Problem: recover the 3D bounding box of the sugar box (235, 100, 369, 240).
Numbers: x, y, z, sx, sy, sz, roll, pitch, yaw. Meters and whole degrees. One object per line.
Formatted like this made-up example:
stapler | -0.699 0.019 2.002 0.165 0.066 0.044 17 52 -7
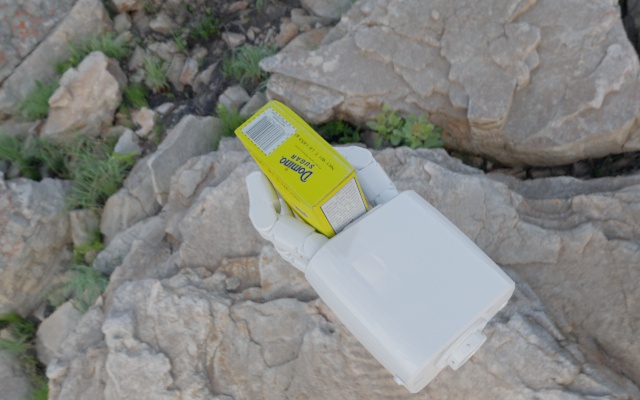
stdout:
sugar box | 0.000 0.002 0.401 0.093 0.048 0.176 45 -10 28
